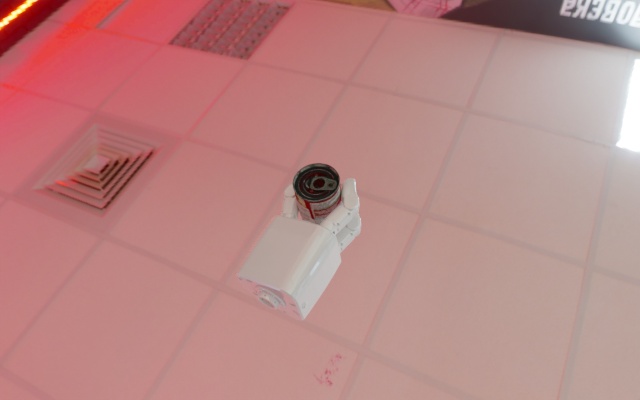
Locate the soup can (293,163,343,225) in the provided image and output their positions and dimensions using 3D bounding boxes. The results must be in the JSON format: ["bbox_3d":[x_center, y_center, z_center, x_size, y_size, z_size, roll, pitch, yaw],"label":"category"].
[{"bbox_3d":[0.000,0.002,0.714,0.068,0.068,0.102,0,-35,9],"label":"soup can"}]
